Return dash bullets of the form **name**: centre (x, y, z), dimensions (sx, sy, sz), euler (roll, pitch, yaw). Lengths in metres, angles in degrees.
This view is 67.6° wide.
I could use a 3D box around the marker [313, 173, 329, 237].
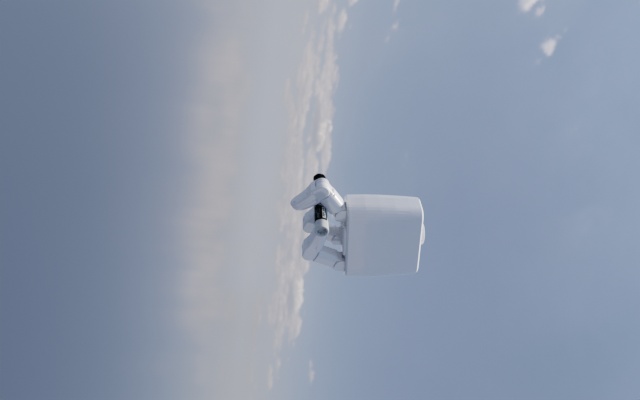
- **marker**: centre (0.000, 0.002, 0.666), dimensions (0.020, 0.020, 0.121), euler (0, 40, -2)
